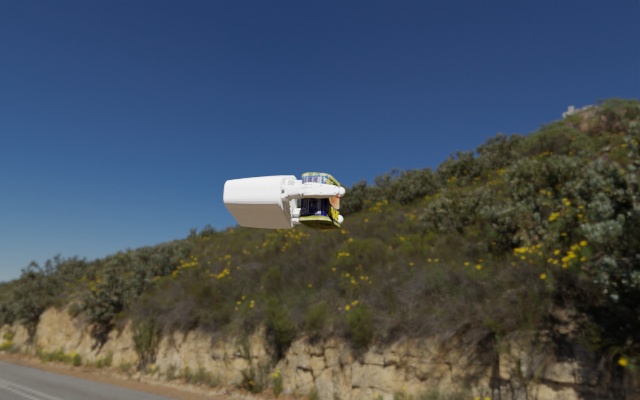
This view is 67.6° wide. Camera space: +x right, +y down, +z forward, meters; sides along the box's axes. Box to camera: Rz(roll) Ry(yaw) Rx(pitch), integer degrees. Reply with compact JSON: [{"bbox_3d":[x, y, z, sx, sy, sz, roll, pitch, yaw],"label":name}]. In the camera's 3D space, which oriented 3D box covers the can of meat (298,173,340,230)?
[{"bbox_3d":[0.000,0.002,0.852,0.057,0.084,0.102,-2,-13,17],"label":"can of meat"}]
